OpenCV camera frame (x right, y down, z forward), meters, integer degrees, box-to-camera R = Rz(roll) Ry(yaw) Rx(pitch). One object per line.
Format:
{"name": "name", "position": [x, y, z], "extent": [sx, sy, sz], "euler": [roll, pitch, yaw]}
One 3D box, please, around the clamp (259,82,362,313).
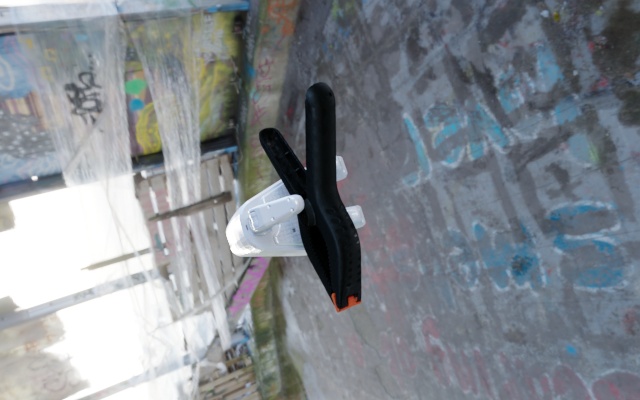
{"name": "clamp", "position": [-0.001, 0.002, 0.454], "extent": [0.036, 0.210, 0.164], "euler": [-18, -6, -22]}
